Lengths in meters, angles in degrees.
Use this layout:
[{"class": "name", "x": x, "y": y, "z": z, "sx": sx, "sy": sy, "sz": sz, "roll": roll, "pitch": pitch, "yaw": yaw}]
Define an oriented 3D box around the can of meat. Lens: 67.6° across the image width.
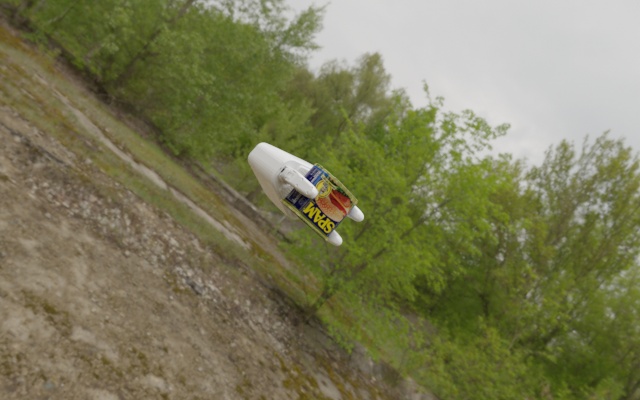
[{"class": "can of meat", "x": 0.000, "y": 0.002, "z": 0.770, "sx": 0.102, "sy": 0.084, "sz": 0.057, "roll": 44, "pitch": -6, "yaw": -36}]
